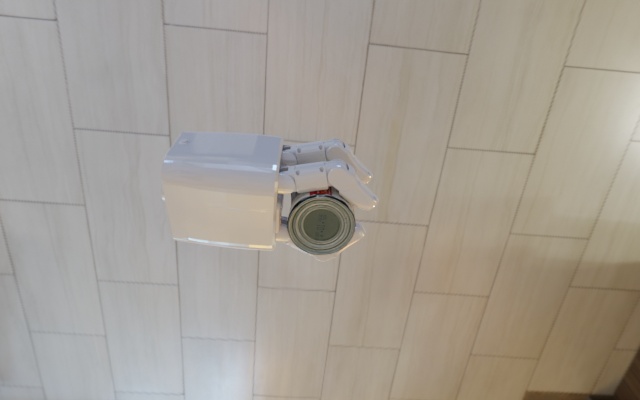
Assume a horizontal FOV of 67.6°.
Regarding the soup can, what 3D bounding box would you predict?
[{"bbox_3d":[0.001,0.002,0.497,0.068,0.068,0.102,0,28,-1],"label":"soup can"}]
